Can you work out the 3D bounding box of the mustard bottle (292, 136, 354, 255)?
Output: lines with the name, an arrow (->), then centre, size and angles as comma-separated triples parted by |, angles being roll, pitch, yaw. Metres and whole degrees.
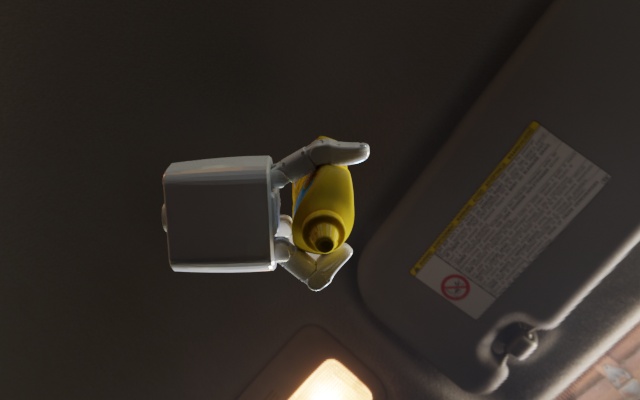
mustard bottle -> 0.000, 0.002, 0.507 | 0.058, 0.096, 0.191 | 20, 21, -10
